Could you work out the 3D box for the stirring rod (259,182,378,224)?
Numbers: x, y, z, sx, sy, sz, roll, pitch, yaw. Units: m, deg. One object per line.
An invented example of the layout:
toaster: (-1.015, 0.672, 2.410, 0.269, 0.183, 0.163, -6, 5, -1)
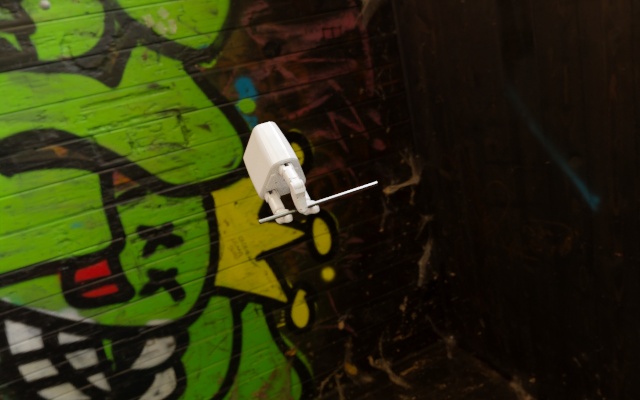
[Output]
stirring rod: (0.000, 0.003, 0.883, 0.239, 0.011, 0.011, -18, 6, -19)
